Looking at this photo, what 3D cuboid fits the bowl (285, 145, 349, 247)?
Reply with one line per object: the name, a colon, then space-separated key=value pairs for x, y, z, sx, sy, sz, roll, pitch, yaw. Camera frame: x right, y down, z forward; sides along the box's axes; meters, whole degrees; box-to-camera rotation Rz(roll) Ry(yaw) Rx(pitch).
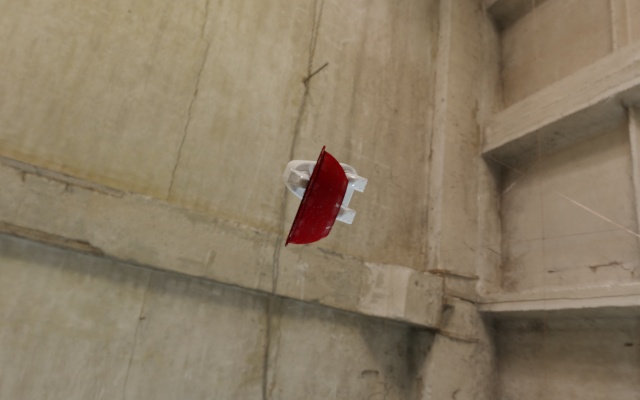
bowl: x=0.000 y=0.003 z=0.711 sx=0.055 sy=0.162 sz=0.162 roll=21 pitch=-1 yaw=-2
